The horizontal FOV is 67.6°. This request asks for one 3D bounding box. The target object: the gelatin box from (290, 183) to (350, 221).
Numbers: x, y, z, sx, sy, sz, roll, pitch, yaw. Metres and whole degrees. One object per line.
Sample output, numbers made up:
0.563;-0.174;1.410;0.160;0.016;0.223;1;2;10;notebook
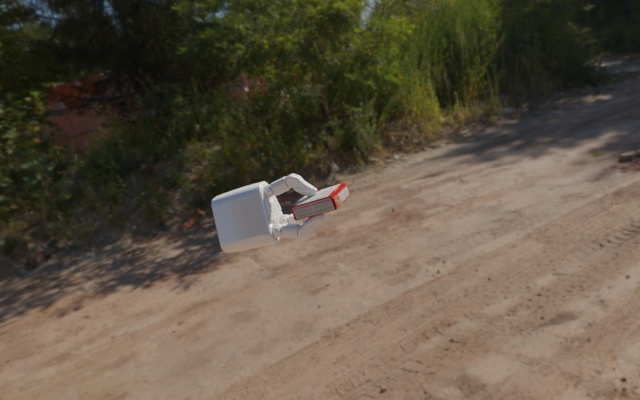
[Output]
0.000;0.002;0.861;0.089;0.030;0.073;-17;13;28;gelatin box
